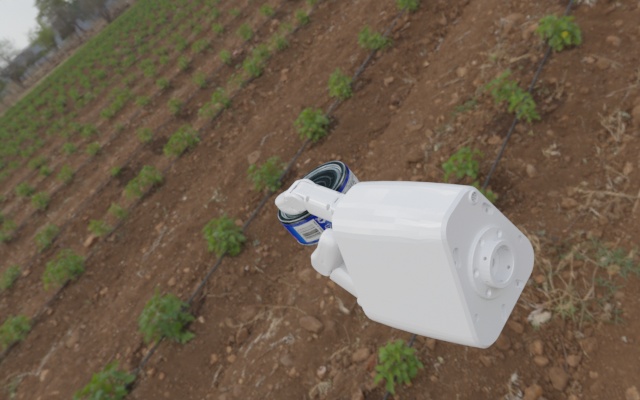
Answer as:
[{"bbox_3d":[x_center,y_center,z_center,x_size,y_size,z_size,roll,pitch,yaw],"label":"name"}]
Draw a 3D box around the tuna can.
[{"bbox_3d":[0.000,0.001,0.468,0.034,0.086,0.086,49,-25,-25],"label":"tuna can"}]
